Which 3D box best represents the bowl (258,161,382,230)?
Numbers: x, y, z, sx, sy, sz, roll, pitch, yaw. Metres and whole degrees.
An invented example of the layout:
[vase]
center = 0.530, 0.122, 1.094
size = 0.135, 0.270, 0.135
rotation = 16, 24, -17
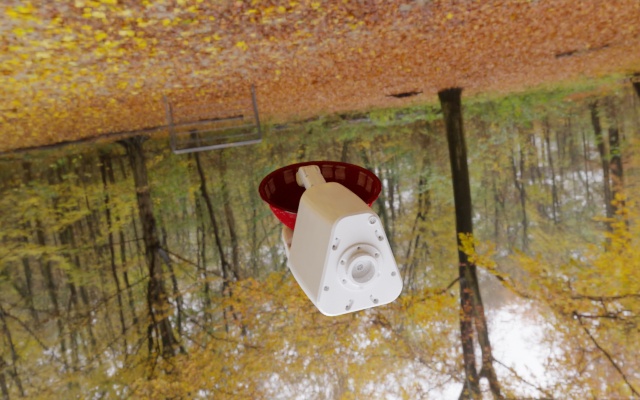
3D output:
[bowl]
center = 0.000, 0.002, 0.639
size = 0.162, 0.055, 0.162
rotation = -1, 28, 1
